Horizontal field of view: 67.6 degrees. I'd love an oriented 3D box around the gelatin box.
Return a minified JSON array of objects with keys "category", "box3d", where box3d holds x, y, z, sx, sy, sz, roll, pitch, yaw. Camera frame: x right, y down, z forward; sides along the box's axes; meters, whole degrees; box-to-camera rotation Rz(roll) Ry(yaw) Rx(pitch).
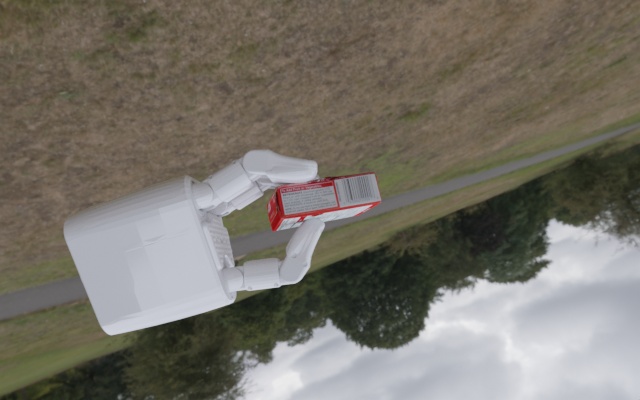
[{"category":"gelatin box","box3d":[0.000,0.002,0.424,0.089,0.030,0.073,-9,-9,-13]}]
